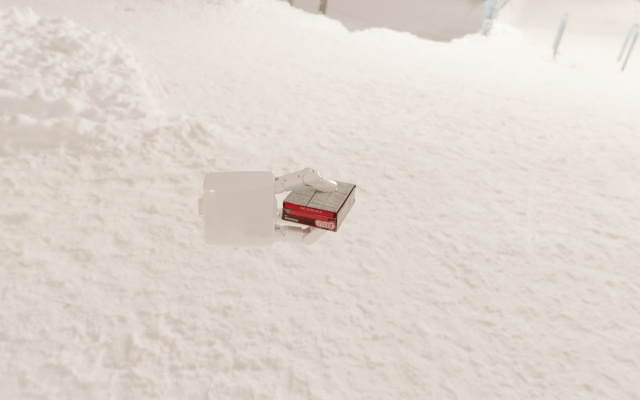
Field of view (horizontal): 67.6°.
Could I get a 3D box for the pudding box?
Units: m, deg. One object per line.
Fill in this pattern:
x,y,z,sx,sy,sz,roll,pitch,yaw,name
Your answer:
0.000,0.002,0.760,0.090,0.039,0.113,13,30,15,pudding box
